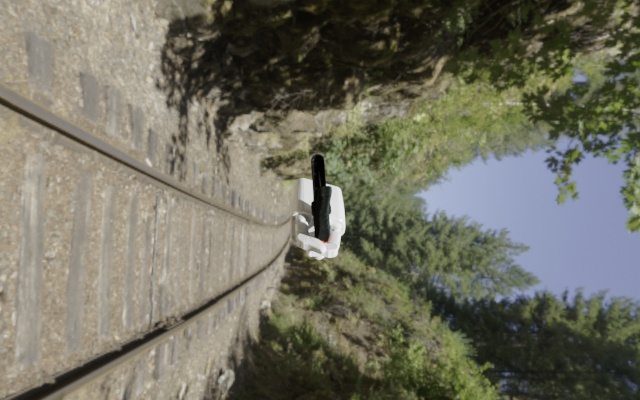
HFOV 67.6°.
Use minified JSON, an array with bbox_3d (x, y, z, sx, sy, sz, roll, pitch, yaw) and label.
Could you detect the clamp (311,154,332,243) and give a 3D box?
[{"bbox_3d":[0.001,0.003,0.885,0.039,0.172,0.120,1,44,-3],"label":"clamp"}]
